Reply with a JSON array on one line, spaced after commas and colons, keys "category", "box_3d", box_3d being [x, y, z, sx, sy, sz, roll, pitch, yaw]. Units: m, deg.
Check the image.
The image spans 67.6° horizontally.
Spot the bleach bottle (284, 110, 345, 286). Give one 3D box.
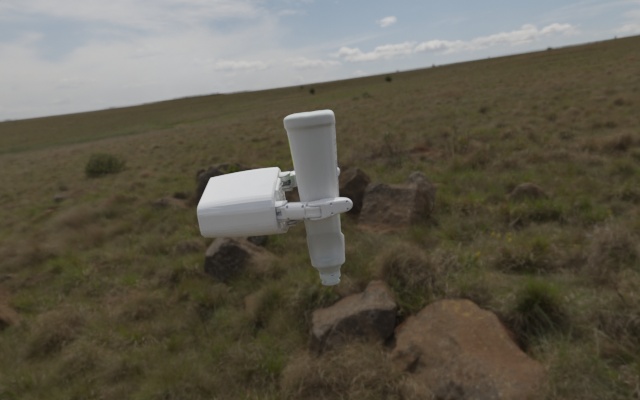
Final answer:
[{"category": "bleach bottle", "box_3d": [0.000, 0.002, 0.677, 0.068, 0.251, 0.102, -6, 13, 4]}]
